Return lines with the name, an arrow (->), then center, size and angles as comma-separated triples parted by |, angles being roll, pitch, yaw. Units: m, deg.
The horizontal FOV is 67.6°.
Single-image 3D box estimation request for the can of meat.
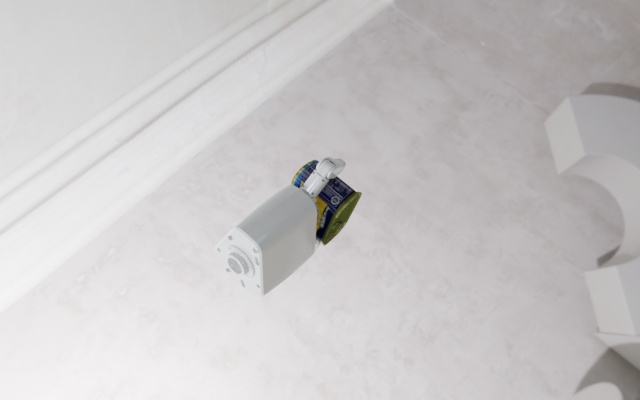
can of meat -> 0.000, 0.002, 0.682 | 0.057, 0.084, 0.102 | -41, -16, -36
